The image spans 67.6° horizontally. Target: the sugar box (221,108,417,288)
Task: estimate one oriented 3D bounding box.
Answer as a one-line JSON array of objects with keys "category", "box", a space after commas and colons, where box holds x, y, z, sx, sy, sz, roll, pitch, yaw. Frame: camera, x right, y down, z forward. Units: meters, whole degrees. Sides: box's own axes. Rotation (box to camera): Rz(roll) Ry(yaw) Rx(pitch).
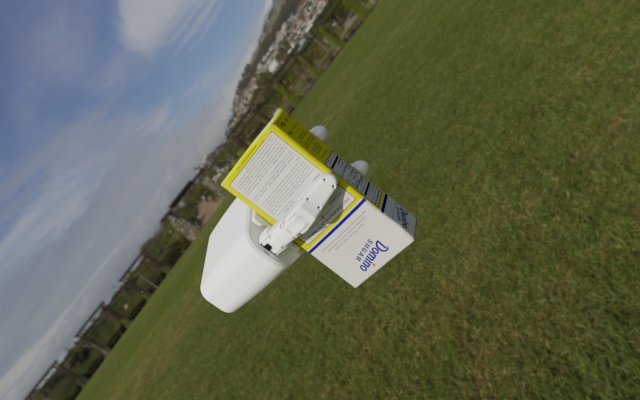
[{"category": "sugar box", "box": [0.000, 0.001, 0.477, 0.093, 0.176, 0.048, -45, 13, 32]}]
